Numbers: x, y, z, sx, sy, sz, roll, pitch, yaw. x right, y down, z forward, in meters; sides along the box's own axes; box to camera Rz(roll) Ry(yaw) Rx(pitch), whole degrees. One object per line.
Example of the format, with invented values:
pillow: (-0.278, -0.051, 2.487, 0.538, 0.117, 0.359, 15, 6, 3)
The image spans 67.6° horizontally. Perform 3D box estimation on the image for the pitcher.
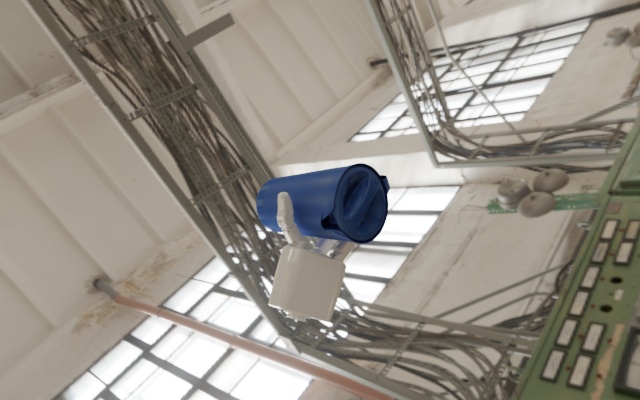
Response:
pitcher: (0.000, 0.003, 0.874, 0.149, 0.145, 0.243, 25, -17, -40)
